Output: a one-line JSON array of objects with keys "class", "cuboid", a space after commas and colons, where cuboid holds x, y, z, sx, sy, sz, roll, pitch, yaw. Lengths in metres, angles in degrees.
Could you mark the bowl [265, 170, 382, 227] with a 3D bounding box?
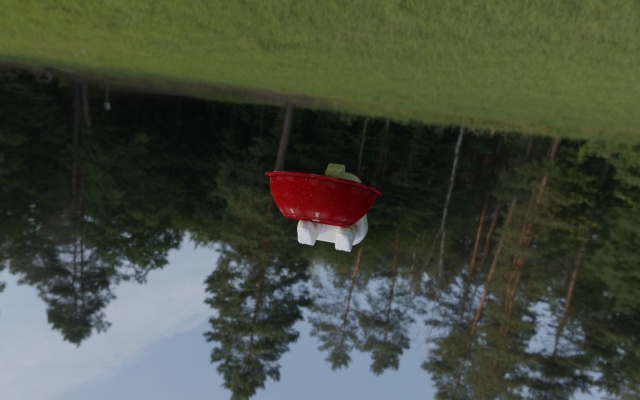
[{"class": "bowl", "cuboid": [-0.001, 0.002, 0.652, 0.162, 0.055, 0.162, 10, -5, 1]}]
